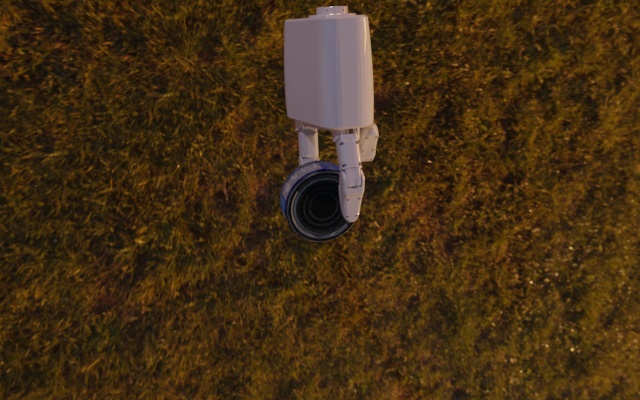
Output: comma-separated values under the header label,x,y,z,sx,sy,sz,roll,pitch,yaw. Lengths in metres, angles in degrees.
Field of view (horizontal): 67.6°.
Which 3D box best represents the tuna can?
label,x,y,z,sx,sy,sz,roll,pitch,yaw
tuna can,0.000,0.002,0.525,0.086,0.086,0.033,0,22,-16
